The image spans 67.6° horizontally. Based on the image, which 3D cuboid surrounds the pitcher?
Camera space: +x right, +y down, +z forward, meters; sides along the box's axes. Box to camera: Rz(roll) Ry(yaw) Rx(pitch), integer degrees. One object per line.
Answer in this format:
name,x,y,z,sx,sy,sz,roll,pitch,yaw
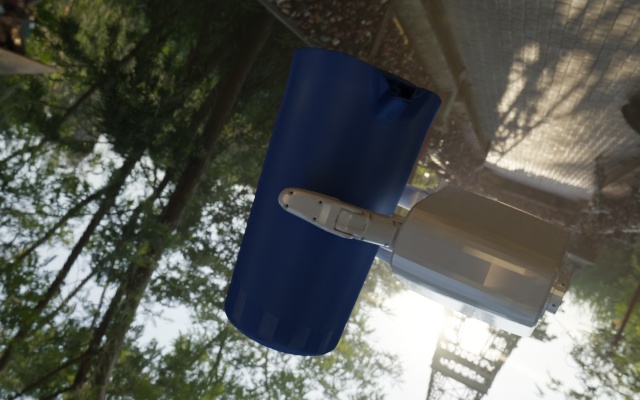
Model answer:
pitcher,0.000,0.001,0.429,0.145,0.243,0.149,22,5,25
